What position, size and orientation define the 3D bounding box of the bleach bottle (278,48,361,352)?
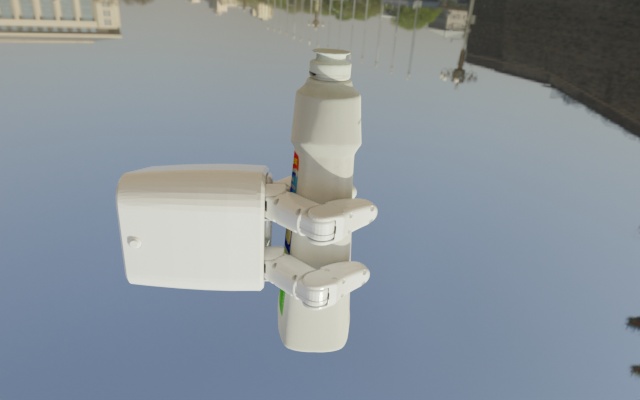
[{"bbox_3d":[0.000,0.001,0.407,0.068,0.251,0.102,2,24,-4],"label":"bleach bottle"}]
